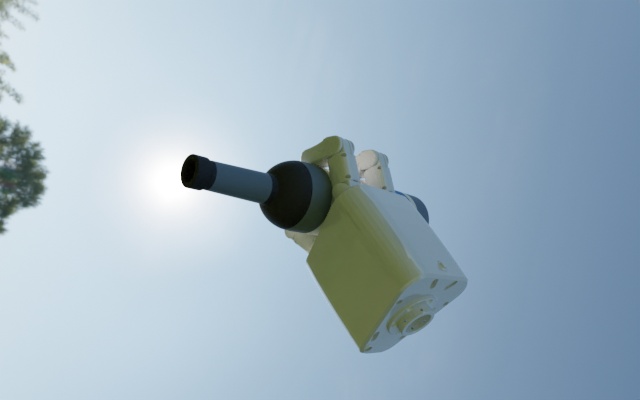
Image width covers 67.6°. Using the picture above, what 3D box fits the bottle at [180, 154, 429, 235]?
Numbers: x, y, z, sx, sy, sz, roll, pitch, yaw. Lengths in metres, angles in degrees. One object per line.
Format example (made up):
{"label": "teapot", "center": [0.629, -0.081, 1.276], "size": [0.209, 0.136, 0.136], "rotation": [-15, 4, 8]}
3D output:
{"label": "bottle", "center": [0.000, 0.002, 0.473], "size": [0.069, 0.069, 0.296], "rotation": [0, -10, 45]}
